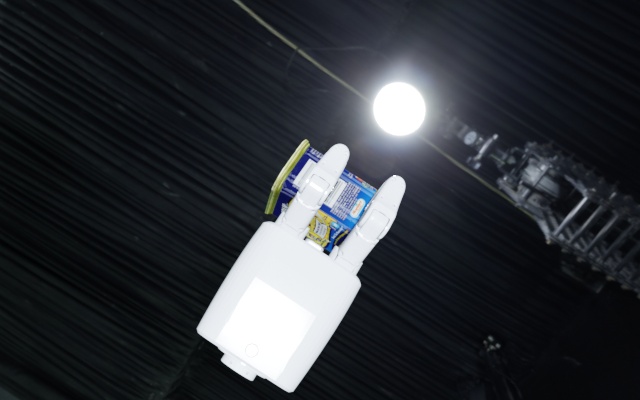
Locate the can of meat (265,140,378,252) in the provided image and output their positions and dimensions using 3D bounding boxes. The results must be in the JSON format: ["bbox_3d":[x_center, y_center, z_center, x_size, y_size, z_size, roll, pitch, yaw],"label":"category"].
[{"bbox_3d":[0.000,0.002,0.452,0.084,0.057,0.102,33,-22,1],"label":"can of meat"}]
